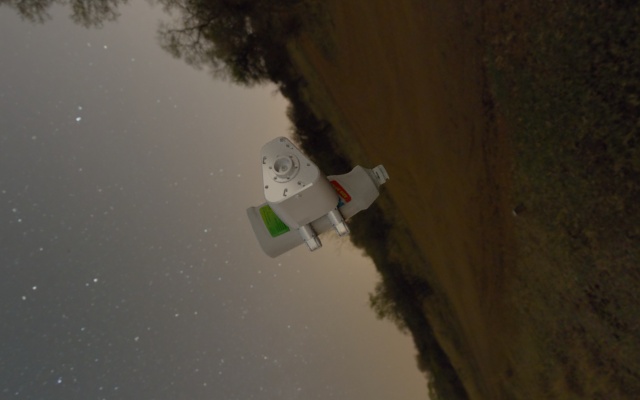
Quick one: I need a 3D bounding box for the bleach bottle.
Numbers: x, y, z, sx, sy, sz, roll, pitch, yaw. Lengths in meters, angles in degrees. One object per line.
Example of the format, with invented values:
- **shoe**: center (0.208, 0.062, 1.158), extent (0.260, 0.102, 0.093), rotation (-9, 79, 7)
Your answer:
- **bleach bottle**: center (0.000, 0.003, 0.843), extent (0.251, 0.102, 0.068), rotation (-28, -27, 4)
